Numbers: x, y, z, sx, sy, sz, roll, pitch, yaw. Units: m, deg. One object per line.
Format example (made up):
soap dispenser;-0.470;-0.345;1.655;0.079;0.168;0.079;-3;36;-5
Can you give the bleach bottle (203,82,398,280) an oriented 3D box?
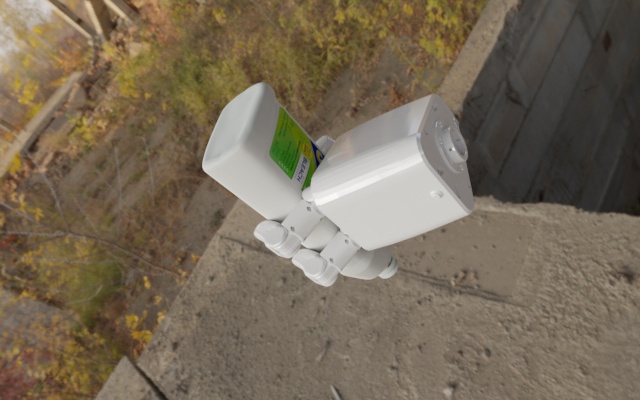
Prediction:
bleach bottle;0.000;0.002;0.491;0.068;0.102;0.251;-23;-50;34
